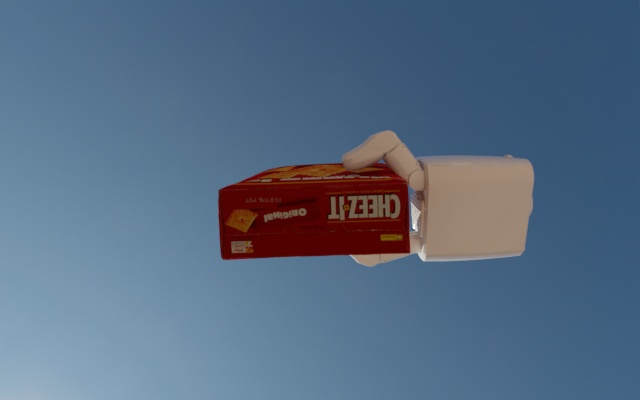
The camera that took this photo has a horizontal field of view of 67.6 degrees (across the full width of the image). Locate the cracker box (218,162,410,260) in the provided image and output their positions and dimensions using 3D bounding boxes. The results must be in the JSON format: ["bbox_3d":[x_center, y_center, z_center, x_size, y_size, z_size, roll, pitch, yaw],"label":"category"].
[{"bbox_3d":[0.000,0.002,0.505,0.164,0.072,0.213,-3,7,4],"label":"cracker box"}]
